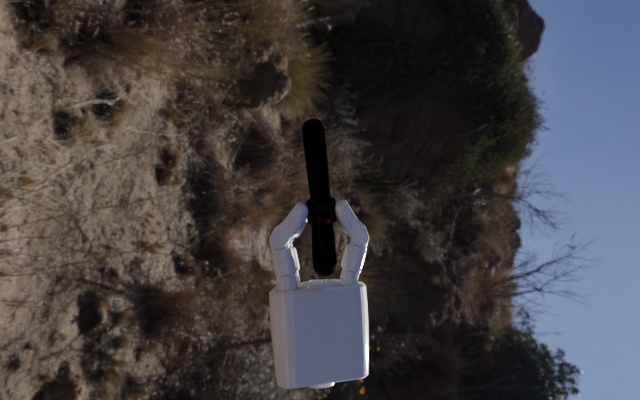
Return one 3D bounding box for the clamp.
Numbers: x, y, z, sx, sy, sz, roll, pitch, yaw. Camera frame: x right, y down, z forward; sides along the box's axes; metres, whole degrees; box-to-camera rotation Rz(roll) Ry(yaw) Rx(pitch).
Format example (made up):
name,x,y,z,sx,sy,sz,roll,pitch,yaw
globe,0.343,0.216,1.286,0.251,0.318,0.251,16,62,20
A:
name,x,y,z,sx,sy,sz,roll,pitch,yaw
clamp,0.001,0.002,0.575,0.036,0.164,0.210,-4,-5,1
